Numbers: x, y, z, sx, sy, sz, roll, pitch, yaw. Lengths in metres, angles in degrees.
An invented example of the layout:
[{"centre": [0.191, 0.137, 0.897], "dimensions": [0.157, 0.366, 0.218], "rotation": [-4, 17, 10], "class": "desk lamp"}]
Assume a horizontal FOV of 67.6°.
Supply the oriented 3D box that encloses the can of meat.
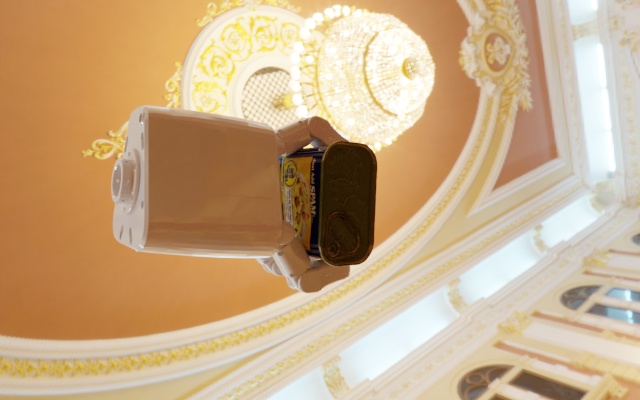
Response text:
[{"centre": [0.000, 0.001, 0.424], "dimensions": [0.057, 0.102, 0.084], "rotation": [1, 2, -36], "class": "can of meat"}]
